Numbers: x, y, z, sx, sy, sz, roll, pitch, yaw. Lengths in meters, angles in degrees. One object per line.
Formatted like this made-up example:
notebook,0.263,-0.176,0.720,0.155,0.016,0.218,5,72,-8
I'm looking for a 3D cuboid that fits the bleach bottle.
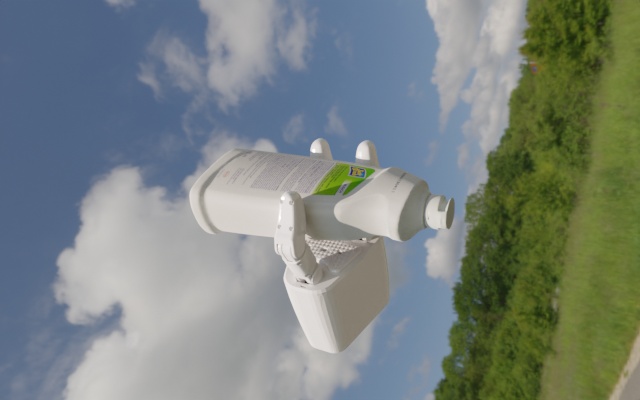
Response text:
bleach bottle,0.000,0.001,0.469,0.251,0.068,0.102,8,43,28
